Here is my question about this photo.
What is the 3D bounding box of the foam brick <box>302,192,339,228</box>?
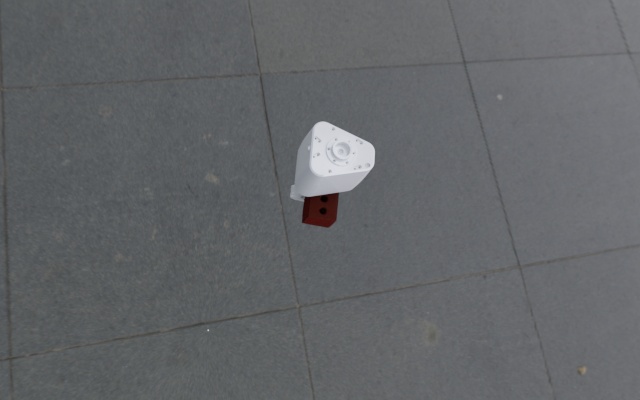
[{"bbox_3d":[0.000,0.003,0.851,0.053,0.078,0.051,9,-16,-13],"label":"foam brick"}]
